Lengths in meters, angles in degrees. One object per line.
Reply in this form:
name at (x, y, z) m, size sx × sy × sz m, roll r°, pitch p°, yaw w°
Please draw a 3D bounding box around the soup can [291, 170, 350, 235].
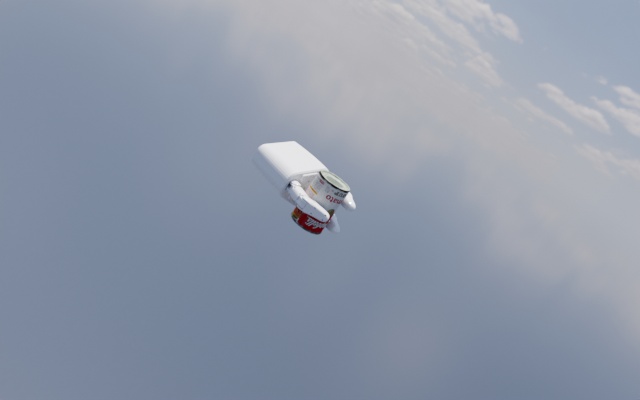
soup can at (0.001, 0.003, 0.882) m, size 0.068 × 0.102 × 0.068 m, roll 31°, pitch 18°, yaw -11°
